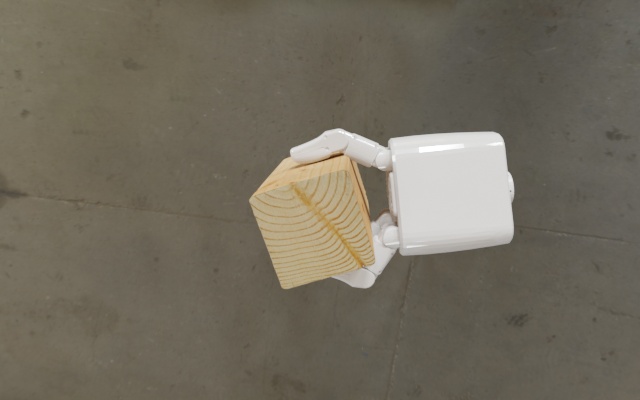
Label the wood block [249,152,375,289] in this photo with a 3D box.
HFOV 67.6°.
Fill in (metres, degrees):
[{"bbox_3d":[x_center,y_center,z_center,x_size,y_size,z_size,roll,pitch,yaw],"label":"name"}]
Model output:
[{"bbox_3d":[0.000,0.001,0.508,0.090,0.091,0.206,-16,12,7],"label":"wood block"}]
